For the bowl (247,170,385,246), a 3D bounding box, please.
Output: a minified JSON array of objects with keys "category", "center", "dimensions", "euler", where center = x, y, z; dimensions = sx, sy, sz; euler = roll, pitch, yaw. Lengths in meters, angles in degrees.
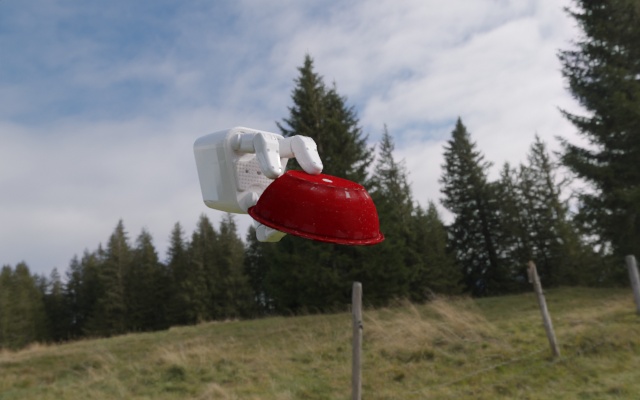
[{"category":"bowl","center":[0.001,0.002,0.552],"dimensions":[0.162,0.055,0.162],"euler":[12,10,-2]}]
